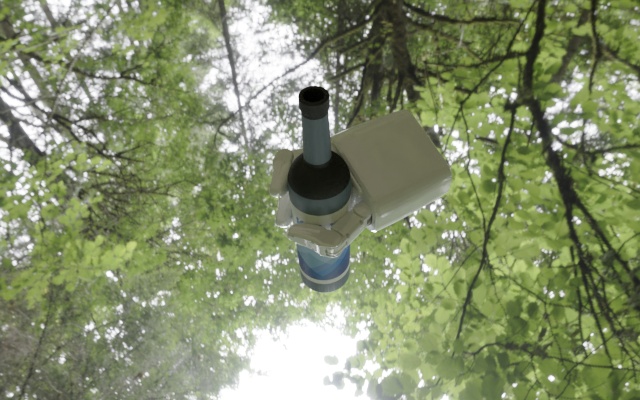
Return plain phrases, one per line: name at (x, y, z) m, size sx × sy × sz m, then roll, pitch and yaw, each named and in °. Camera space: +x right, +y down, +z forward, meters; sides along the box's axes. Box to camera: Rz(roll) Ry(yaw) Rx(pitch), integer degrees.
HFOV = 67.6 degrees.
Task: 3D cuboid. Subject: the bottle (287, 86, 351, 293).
bottle at (0.000, 0.002, 0.526) m, size 0.069 × 0.069 × 0.296 m, roll 0°, pitch -39°, yaw 3°
